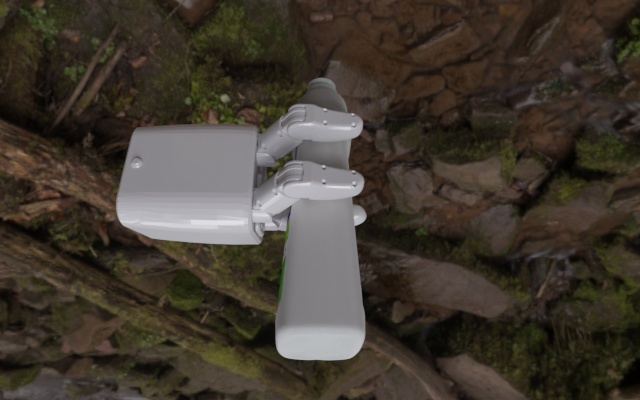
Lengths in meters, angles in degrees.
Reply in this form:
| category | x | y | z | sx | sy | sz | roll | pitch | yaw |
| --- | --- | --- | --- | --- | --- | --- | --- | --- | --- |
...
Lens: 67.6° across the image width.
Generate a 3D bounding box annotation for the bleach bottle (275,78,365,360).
| category | x | y | z | sx | sy | sz | roll | pitch | yaw |
| --- | --- | --- | --- | --- | --- | --- | --- | --- | --- |
| bleach bottle | 0.000 | 0.001 | 0.419 | 0.068 | 0.250 | 0.103 | 2 | -30 | -2 |
